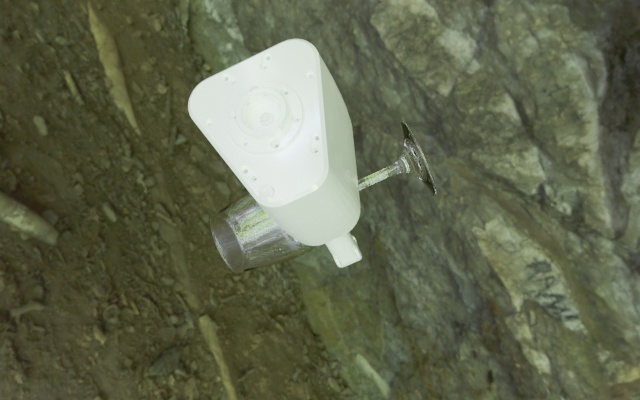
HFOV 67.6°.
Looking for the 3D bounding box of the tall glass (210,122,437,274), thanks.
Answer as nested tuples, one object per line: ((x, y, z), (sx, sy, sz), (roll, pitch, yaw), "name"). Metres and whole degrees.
((0.001, 0.001, 0.448), (0.201, 0.079, 0.079), (-24, -3, 6), "tall glass")
